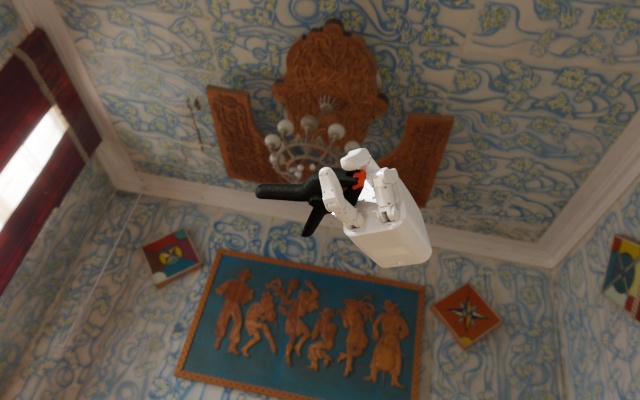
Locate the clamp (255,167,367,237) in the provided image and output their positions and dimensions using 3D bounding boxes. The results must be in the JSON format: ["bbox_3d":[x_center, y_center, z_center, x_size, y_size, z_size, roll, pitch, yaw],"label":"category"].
[{"bbox_3d":[0.000,0.002,0.706,0.171,0.039,0.120,-13,-42,32],"label":"clamp"}]
